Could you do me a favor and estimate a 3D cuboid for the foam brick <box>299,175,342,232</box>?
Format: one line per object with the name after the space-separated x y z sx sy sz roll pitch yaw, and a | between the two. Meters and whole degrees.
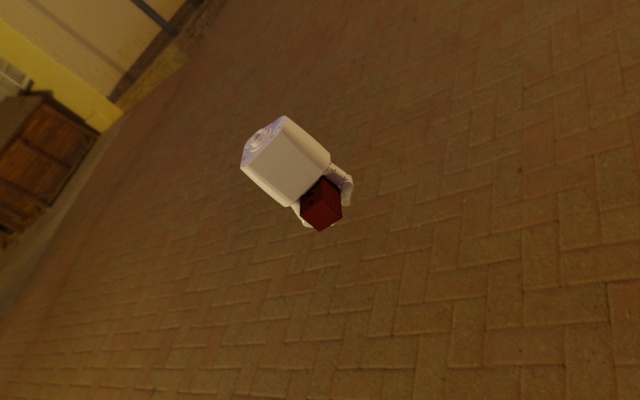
0.000 0.003 0.805 0.053 0.078 0.051 -35 -59 24 | foam brick
